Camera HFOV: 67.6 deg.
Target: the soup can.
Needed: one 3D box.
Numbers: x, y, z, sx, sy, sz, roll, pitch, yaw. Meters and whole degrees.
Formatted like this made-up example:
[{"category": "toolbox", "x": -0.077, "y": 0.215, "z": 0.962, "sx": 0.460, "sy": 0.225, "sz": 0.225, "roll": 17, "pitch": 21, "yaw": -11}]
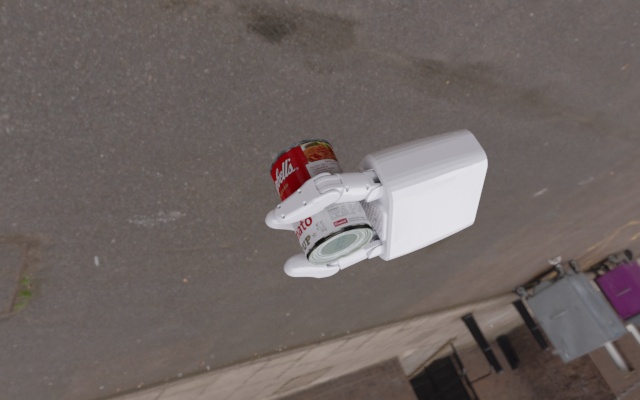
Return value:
[{"category": "soup can", "x": 0.000, "y": 0.002, "z": 0.455, "sx": 0.068, "sy": 0.102, "sz": 0.068, "roll": -20, "pitch": -26, "yaw": -10}]
